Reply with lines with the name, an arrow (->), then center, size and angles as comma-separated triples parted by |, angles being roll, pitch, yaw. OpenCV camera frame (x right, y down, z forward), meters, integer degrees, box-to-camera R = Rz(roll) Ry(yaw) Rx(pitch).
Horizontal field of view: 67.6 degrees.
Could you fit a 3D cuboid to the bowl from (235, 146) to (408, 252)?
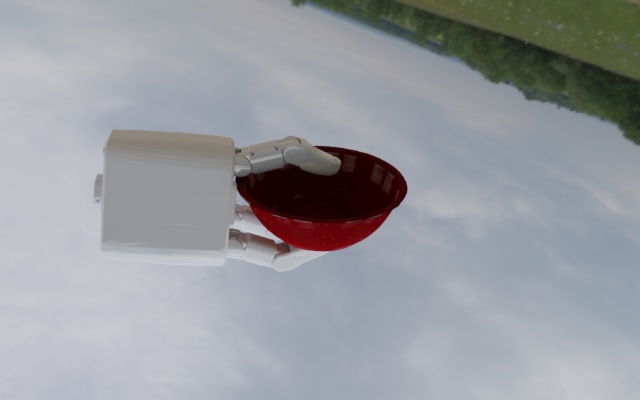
bowl -> 0.001, 0.002, 0.463 | 0.162, 0.055, 0.162 | 2, 29, -1
